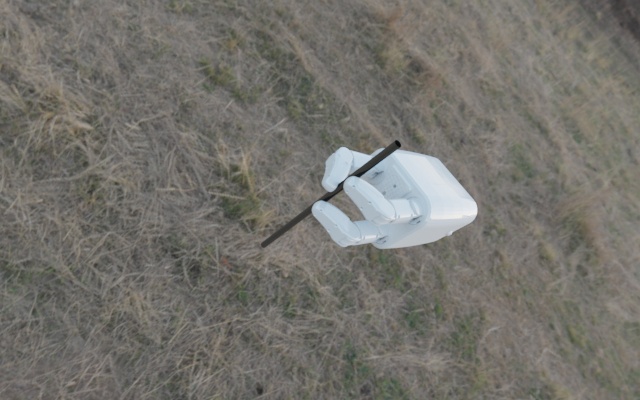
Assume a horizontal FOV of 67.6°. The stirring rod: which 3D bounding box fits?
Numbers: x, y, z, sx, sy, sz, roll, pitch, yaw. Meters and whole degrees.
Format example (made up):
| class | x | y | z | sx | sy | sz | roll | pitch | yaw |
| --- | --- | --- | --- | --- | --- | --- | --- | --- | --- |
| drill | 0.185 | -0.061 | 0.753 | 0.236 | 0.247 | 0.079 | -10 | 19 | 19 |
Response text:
| class | x | y | z | sx | sy | sz | roll | pitch | yaw |
| --- | --- | --- | --- | --- | --- | --- | --- | --- | --- |
| stirring rod | 0.000 | 0.002 | 0.522 | 0.011 | 0.011 | 0.240 | 0 | -27 | -42 |
